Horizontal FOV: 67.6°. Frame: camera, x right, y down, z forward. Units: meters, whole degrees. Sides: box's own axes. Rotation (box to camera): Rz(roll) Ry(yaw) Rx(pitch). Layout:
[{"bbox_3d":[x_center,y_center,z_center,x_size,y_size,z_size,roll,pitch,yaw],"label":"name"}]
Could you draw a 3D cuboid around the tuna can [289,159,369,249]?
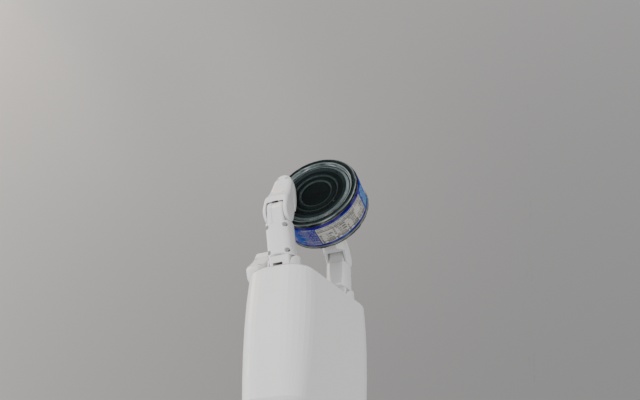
[{"bbox_3d":[0.000,0.001,0.454,0.086,0.086,0.034,0,-40,28],"label":"tuna can"}]
